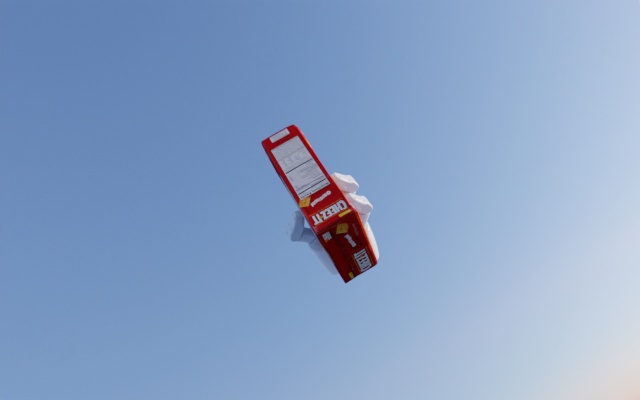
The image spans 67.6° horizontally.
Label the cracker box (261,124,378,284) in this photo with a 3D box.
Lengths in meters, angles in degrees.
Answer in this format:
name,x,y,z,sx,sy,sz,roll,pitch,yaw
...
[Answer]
name,x,y,z,sx,sy,sz,roll,pitch,yaw
cracker box,0.000,0.002,0.762,0.072,0.213,0.164,-31,-38,-3
